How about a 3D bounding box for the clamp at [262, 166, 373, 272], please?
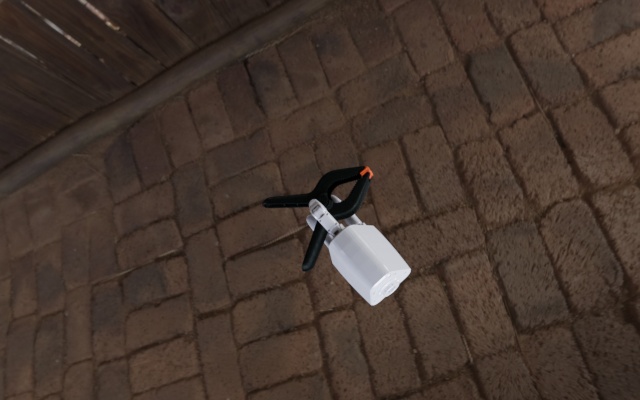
[{"bbox_3d":[0.000,0.002,0.868,0.164,0.210,0.036,48,3,24],"label":"clamp"}]
